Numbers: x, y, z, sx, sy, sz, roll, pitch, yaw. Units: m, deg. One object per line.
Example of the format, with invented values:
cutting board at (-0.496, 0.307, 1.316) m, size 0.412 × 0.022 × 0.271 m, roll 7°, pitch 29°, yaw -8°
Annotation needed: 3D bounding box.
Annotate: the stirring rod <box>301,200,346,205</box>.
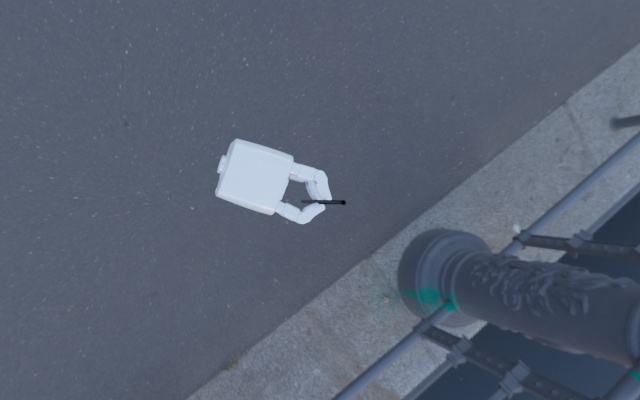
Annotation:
stirring rod at (0.000, 0.003, 0.874) m, size 0.011 × 0.011 × 0.239 m, roll 0°, pitch 0°, yaw -18°
